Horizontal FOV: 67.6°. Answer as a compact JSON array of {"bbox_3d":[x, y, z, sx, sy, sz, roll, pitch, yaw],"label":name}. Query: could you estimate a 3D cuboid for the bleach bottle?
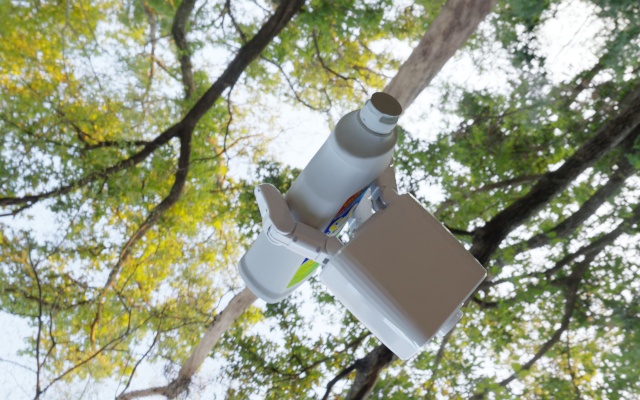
[{"bbox_3d":[0.000,0.001,0.460,0.102,0.068,0.251,-33,-17,-42],"label":"bleach bottle"}]
